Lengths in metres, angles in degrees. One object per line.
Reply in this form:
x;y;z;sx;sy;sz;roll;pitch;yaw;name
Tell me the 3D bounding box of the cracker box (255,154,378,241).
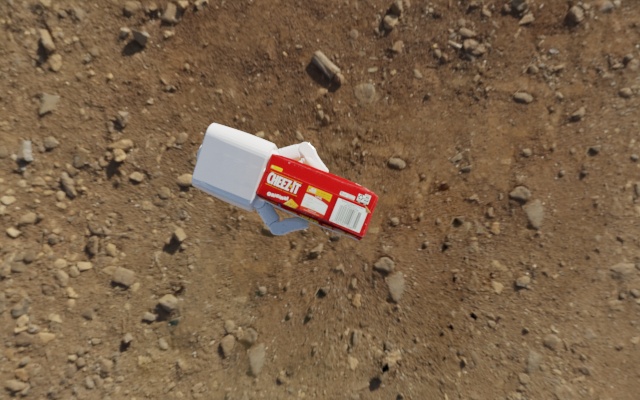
0.000;0.003;0.758;0.164;0.072;0.214;22;-4;5;cracker box
